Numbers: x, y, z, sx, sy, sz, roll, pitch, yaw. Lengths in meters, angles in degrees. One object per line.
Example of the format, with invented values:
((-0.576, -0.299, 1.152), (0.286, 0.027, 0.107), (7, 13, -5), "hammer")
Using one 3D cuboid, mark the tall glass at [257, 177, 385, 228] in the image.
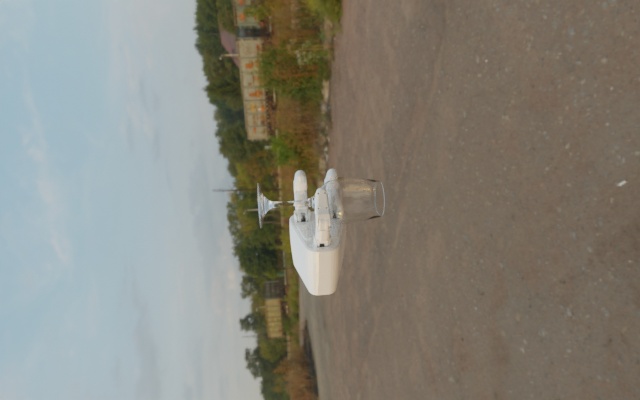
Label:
((-0.001, 0.003, 0.781), (0.201, 0.079, 0.079), (-4, 0, -5), "tall glass")
